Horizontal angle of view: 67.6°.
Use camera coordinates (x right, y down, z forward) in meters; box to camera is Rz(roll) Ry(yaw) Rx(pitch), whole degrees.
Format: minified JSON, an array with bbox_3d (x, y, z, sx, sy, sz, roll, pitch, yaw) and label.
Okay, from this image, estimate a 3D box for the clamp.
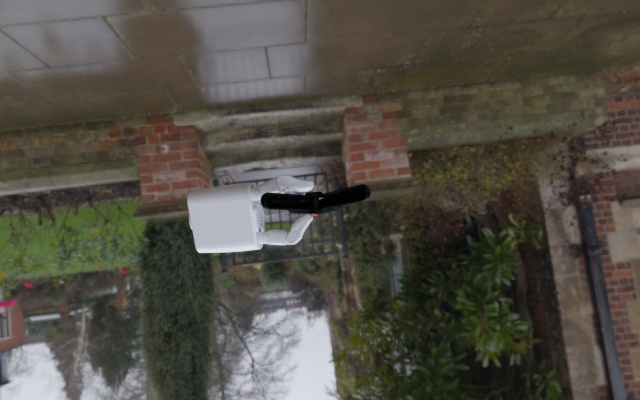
[{"bbox_3d":[0.000,0.003,0.798,0.164,0.036,0.210,-5,-6,5],"label":"clamp"}]
